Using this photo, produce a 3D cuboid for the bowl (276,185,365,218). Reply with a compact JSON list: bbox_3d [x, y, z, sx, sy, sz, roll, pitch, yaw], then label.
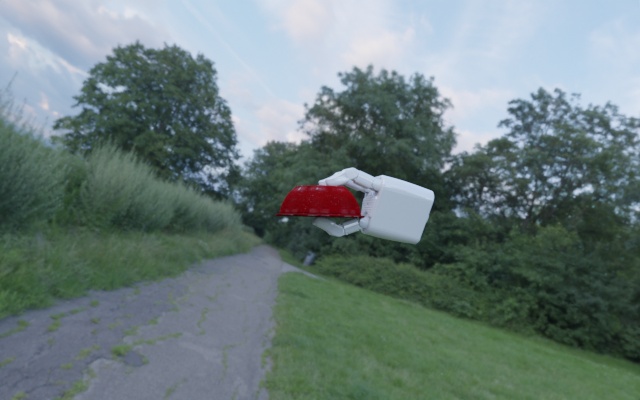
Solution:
[{"bbox_3d":[-0.001,0.002,0.860,0.162,0.055,0.162,1,-2,0],"label":"bowl"}]
